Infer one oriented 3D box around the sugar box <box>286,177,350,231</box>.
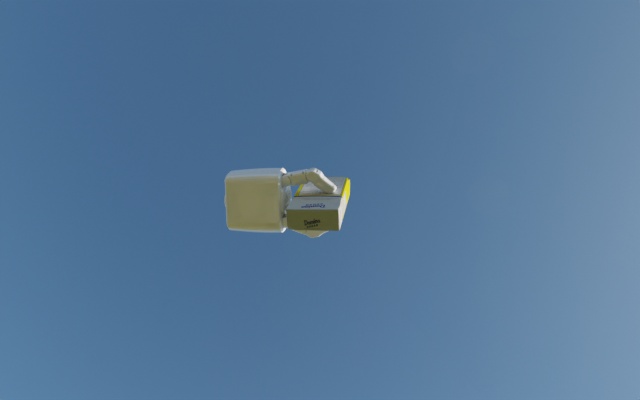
[{"bbox_3d":[0.000,0.003,0.881,0.093,0.048,0.176,1,23,10],"label":"sugar box"}]
